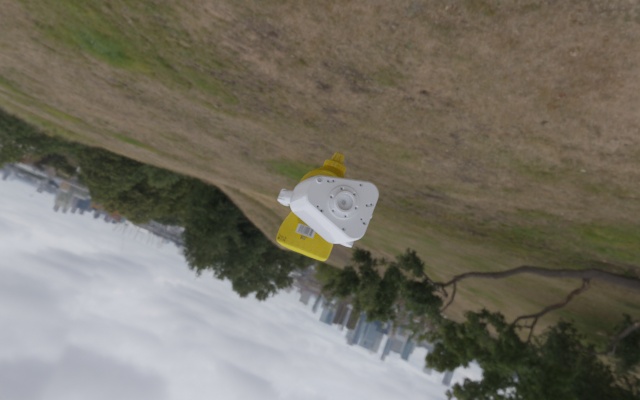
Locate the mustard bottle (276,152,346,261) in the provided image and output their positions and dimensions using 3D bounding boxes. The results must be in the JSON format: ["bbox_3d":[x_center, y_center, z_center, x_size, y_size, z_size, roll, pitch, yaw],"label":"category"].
[{"bbox_3d":[0.000,0.003,0.847,0.096,0.191,0.058,20,-11,12],"label":"mustard bottle"}]
